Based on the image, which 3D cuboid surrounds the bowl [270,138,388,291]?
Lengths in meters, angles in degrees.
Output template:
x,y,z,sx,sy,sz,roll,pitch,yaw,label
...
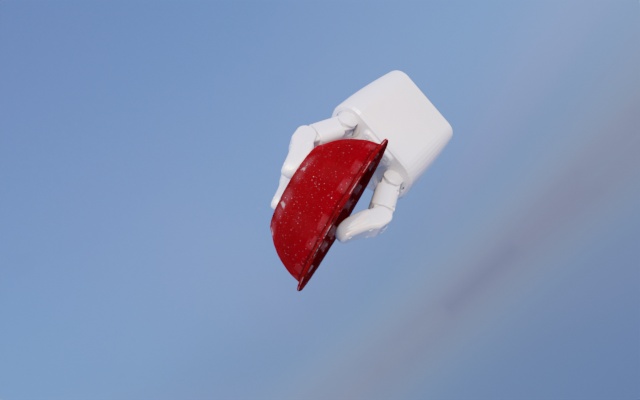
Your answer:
x,y,z,sx,sy,sz,roll,pitch,yaw,label
-0.001,0.002,0.444,0.055,0.162,0.162,30,3,6,bowl
